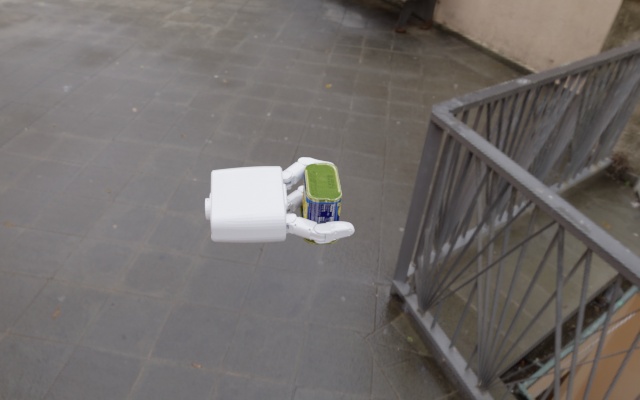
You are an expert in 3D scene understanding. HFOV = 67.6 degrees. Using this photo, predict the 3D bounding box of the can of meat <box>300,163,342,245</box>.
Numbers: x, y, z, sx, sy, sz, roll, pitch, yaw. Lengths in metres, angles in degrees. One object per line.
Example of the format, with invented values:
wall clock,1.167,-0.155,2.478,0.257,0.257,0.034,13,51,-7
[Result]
can of meat,0.000,0.002,0.730,0.057,0.084,0.102,0,38,-6
